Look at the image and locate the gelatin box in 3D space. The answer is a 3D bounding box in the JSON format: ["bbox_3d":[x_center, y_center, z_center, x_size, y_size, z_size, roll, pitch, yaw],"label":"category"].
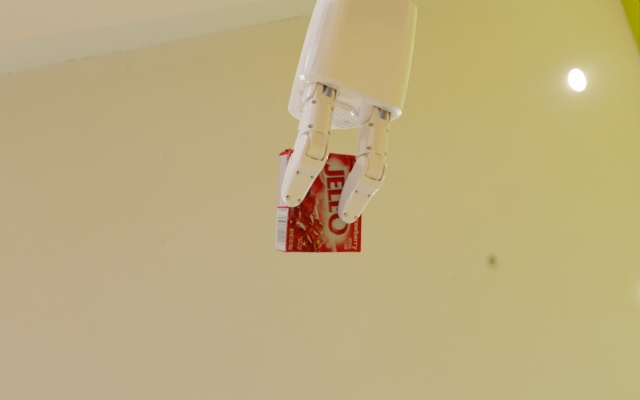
[{"bbox_3d":[0.000,0.002,0.424,0.073,0.089,0.030,3,-1,-25],"label":"gelatin box"}]
